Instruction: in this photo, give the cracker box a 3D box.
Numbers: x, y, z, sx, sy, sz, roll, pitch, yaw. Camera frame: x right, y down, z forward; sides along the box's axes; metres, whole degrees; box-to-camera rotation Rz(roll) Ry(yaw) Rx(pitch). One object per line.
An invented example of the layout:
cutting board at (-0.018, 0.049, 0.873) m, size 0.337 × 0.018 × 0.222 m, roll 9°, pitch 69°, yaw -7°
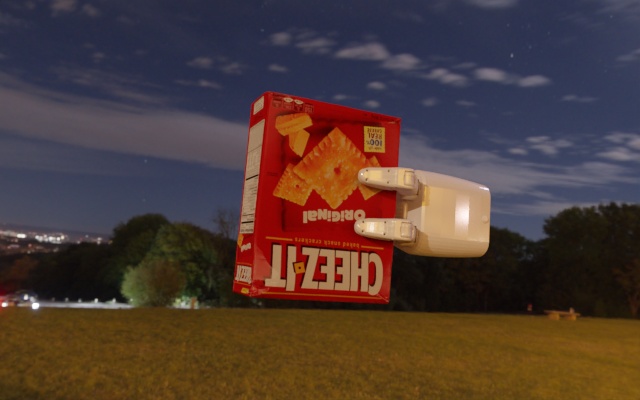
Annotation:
cracker box at (0.000, 0.002, 0.530) m, size 0.164 × 0.213 × 0.072 m, roll 8°, pitch -8°, yaw -23°
